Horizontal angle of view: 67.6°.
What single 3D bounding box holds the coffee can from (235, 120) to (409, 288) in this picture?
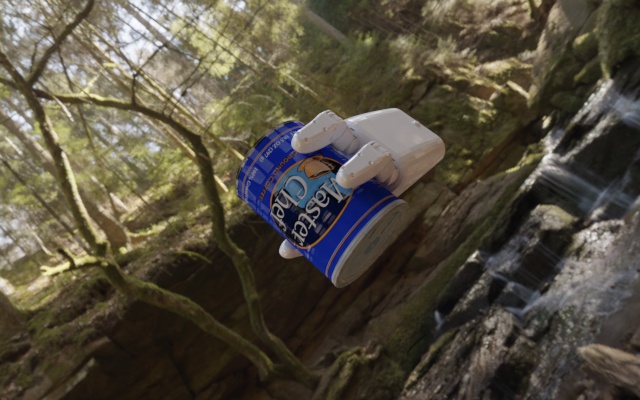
[{"bbox_3d":[0.000,0.002,0.472,0.140,0.103,0.103,40,16,20],"label":"coffee can"}]
